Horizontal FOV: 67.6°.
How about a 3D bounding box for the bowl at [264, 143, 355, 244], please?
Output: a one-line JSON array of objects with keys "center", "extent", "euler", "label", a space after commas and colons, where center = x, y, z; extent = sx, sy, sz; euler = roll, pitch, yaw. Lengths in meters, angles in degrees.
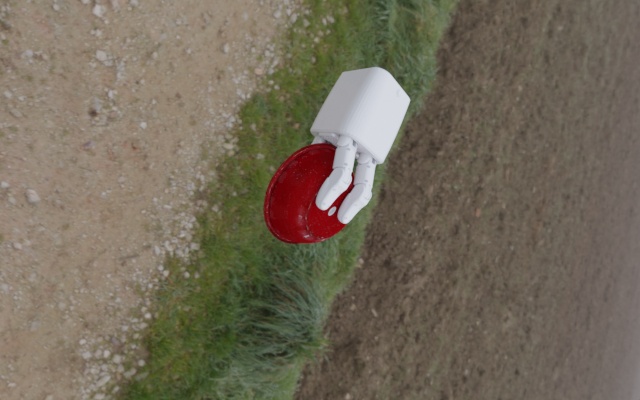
[{"center": [0.000, 0.004, 0.686], "extent": [0.162, 0.162, 0.055], "euler": [0, 24, -42], "label": "bowl"}]
